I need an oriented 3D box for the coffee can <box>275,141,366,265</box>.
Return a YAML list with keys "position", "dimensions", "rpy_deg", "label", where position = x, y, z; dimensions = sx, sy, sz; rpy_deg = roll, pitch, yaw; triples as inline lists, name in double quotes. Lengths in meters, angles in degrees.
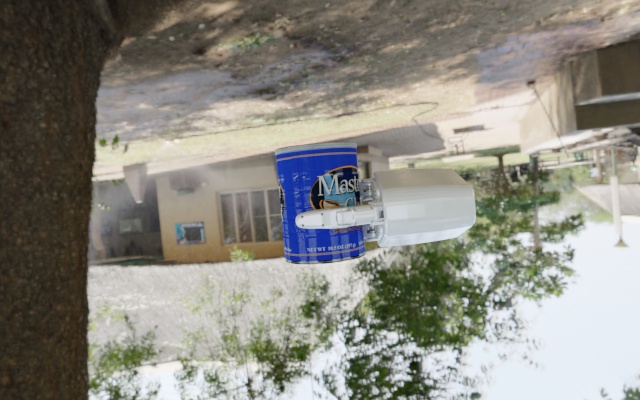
- position: [0.000, 0.002, 0.600]
  dimensions: [0.103, 0.140, 0.103]
  rpy_deg: [-5, 2, 0]
  label: "coffee can"
